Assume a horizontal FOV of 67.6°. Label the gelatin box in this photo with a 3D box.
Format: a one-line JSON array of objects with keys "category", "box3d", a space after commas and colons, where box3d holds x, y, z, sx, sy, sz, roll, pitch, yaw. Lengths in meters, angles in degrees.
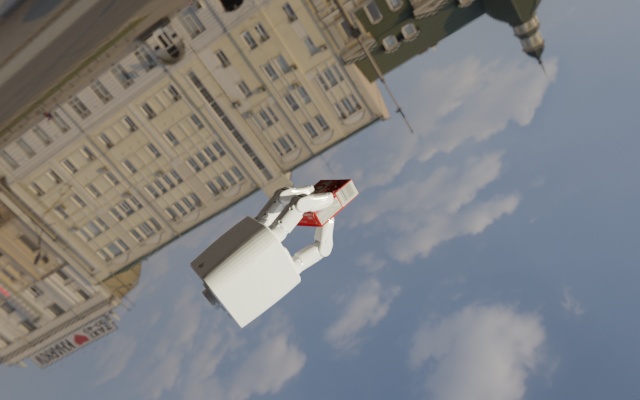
[{"category": "gelatin box", "box3d": [0.001, 0.002, 0.705, 0.089, 0.030, 0.073, -40, 24, -31]}]
